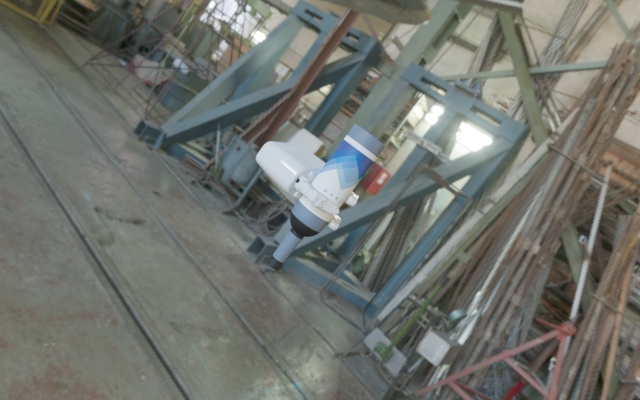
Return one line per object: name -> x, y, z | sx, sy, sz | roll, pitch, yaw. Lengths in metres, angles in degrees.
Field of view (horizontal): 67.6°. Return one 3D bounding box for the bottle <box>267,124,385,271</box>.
bottle -> 0.000, 0.003, 0.853 | 0.069, 0.296, 0.069 | 36, 7, -5
